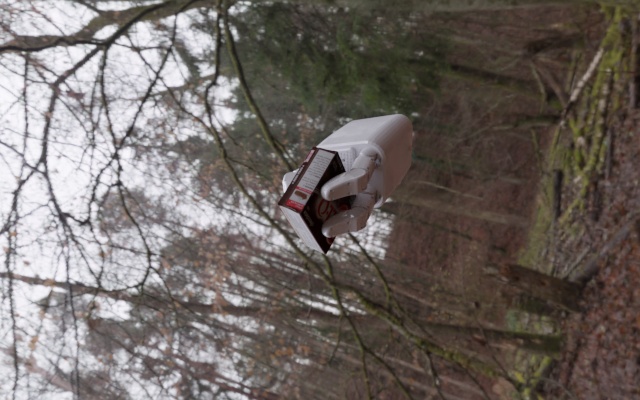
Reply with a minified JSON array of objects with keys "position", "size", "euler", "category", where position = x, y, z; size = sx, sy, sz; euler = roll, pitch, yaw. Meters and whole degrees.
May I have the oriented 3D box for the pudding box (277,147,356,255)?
[{"position":[0.000,0.002,0.585],"size":[0.039,0.090,0.114],"euler":[18,-23,29],"category":"pudding box"}]
